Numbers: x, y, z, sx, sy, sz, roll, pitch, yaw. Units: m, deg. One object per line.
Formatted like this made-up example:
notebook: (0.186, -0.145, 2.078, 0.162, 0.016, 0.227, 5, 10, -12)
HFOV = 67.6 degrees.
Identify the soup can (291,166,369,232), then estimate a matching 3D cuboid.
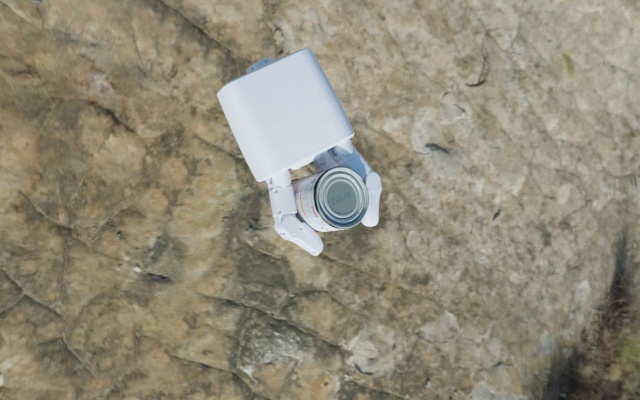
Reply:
soup can: (0.000, 0.002, 0.536, 0.068, 0.068, 0.102, 0, -6, -28)
